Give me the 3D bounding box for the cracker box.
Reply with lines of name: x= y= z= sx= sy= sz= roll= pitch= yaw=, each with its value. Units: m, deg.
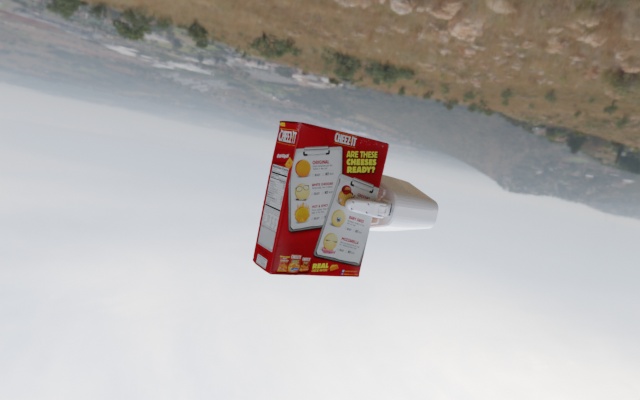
cracker box: x=0.000 y=0.003 z=0.712 sx=0.164 sy=0.214 sz=0.072 roll=8 pitch=7 yaw=-35
